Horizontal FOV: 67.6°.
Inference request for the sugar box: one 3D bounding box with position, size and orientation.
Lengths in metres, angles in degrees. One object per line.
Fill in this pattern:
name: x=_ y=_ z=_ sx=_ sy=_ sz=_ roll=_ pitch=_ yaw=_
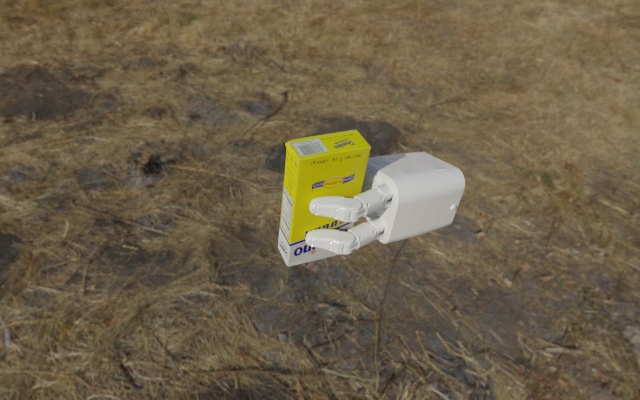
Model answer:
sugar box: x=0.000 y=0.002 z=0.594 sx=0.093 sy=0.176 sz=0.048 roll=-12 pitch=42 yaw=-21
